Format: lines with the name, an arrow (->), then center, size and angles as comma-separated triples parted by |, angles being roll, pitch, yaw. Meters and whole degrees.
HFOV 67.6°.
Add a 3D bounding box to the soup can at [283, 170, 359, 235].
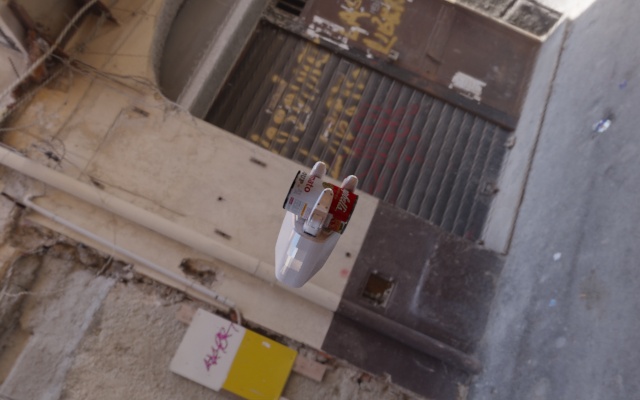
soup can -> 0.000, 0.002, 0.745 | 0.102, 0.068, 0.068 | 24, 0, 0
